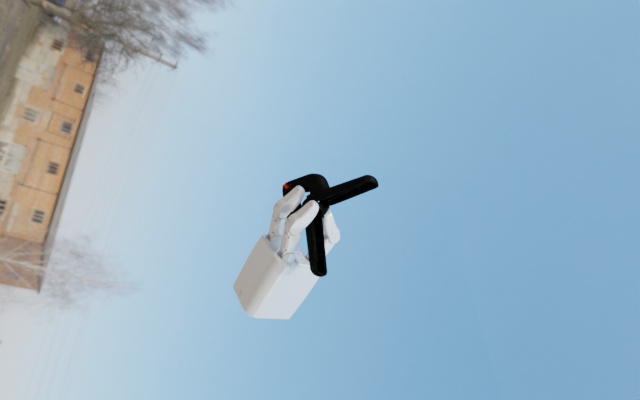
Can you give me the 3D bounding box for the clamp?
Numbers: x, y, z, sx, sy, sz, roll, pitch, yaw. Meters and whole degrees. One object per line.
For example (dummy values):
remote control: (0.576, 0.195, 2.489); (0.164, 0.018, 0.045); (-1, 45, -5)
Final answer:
clamp: (0.000, 0.003, 0.755); (0.036, 0.164, 0.210); (30, 9, -34)
